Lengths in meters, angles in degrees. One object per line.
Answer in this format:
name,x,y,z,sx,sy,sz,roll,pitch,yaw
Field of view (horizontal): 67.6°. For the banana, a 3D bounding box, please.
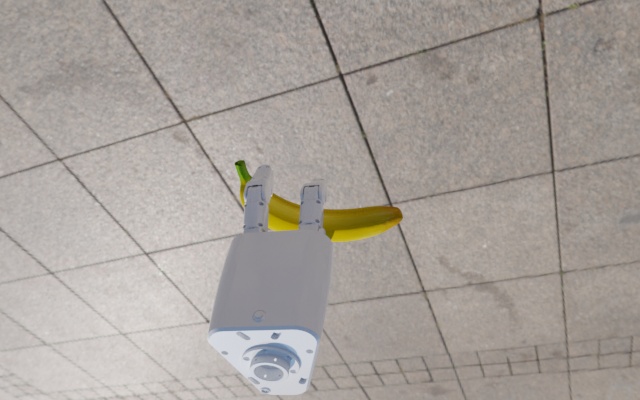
banana,-0.008,0.015,0.543,0.198,0.070,0.037,16,36,-6
